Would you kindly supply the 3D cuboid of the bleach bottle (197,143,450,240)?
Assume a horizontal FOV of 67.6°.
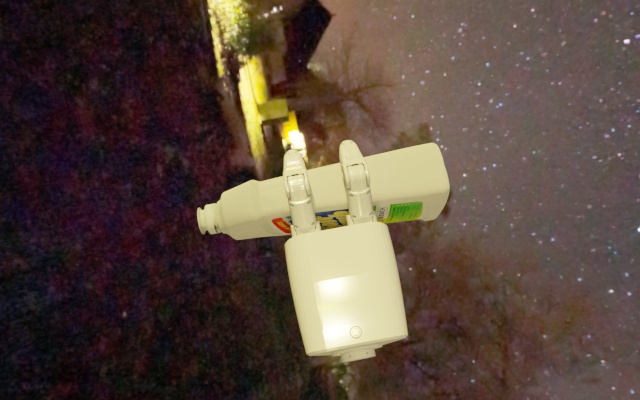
[{"bbox_3d":[0.000,0.002,0.504,0.251,0.068,0.103,-10,-20,-1],"label":"bleach bottle"}]
